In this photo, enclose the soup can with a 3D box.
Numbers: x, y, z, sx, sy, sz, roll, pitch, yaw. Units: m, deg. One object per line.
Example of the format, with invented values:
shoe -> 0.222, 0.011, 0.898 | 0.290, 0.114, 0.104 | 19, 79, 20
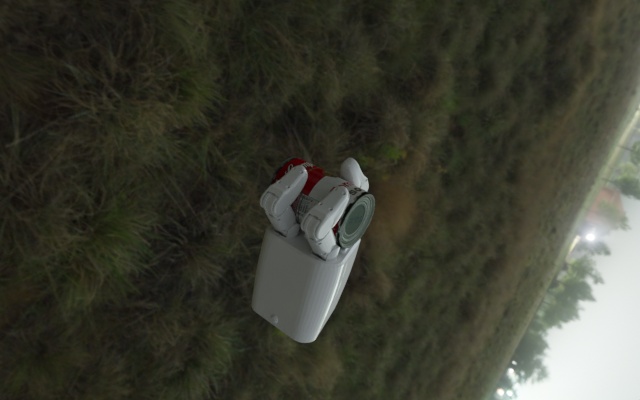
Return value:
soup can -> 0.001, 0.001, 0.529 | 0.102, 0.068, 0.068 | 28, 14, 28
